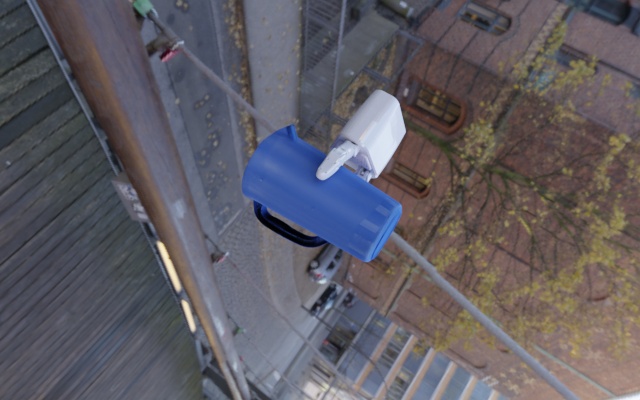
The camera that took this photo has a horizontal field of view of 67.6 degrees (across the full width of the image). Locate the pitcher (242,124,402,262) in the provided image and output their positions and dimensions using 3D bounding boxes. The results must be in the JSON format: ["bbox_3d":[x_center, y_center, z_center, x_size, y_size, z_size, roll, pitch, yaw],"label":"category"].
[{"bbox_3d":[0.000,0.002,0.780,0.243,0.145,0.149,32,-17,14],"label":"pitcher"}]
